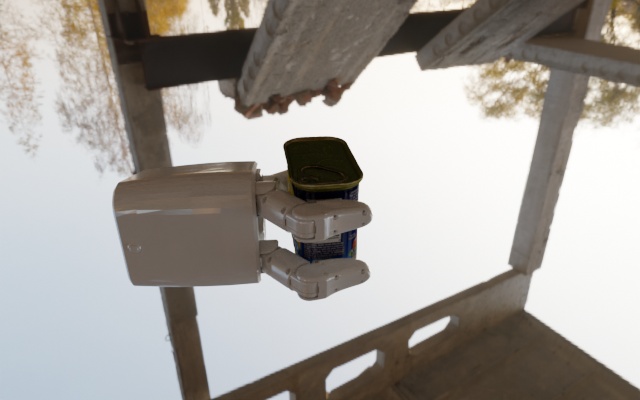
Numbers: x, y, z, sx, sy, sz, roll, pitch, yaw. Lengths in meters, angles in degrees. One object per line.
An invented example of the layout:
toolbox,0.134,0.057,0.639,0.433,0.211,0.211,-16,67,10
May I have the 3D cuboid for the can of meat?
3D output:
can of meat,0.000,0.002,0.413,0.057,0.084,0.102,-4,28,-8
